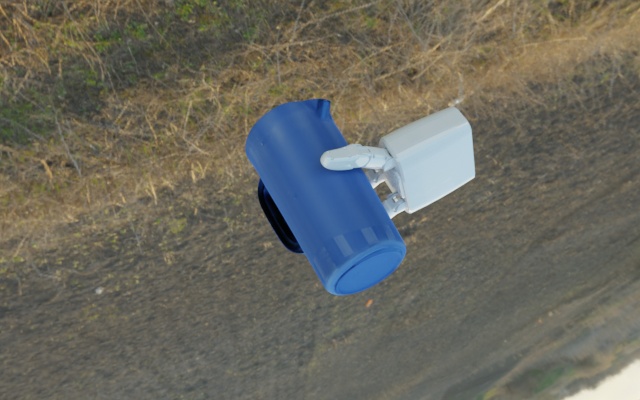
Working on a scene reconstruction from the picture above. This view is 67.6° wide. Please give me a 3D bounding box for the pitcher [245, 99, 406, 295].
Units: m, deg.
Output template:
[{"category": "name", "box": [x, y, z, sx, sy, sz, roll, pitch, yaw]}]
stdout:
[{"category": "pitcher", "box": [0.000, 0.002, 0.623, 0.145, 0.242, 0.149, -25, -31, -7]}]
